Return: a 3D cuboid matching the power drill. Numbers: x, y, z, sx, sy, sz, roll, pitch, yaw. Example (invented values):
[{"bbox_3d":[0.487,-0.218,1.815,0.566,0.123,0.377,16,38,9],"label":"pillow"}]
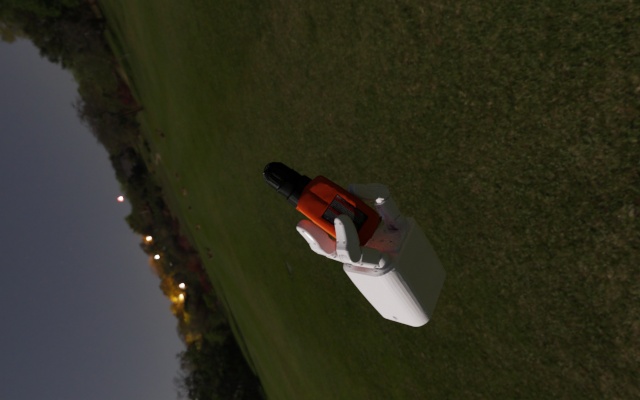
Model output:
[{"bbox_3d":[0.000,0.002,0.675,0.184,0.057,0.187,33,-1,-7],"label":"power drill"}]
